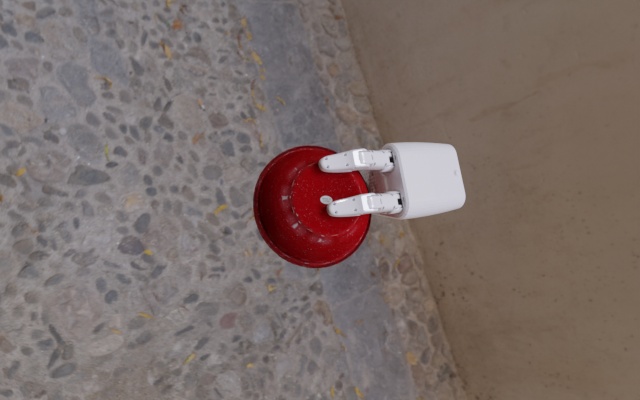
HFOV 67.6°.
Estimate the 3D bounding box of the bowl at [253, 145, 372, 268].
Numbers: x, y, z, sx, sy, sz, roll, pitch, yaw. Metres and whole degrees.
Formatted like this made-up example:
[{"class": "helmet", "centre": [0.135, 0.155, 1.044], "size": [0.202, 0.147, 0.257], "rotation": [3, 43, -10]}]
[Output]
[{"class": "bowl", "centre": [-0.001, 0.002, 0.594], "size": [0.162, 0.162, 0.055], "rotation": [0, -10, -18]}]
